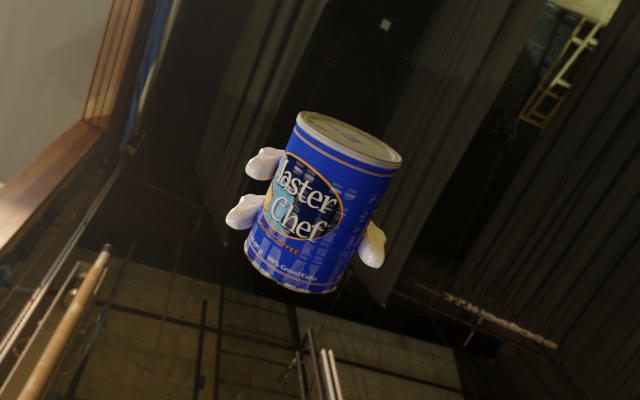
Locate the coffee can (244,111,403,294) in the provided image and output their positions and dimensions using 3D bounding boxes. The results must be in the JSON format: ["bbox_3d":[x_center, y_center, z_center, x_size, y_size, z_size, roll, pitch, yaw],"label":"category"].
[{"bbox_3d":[0.000,0.001,0.452,0.103,0.140,0.102,22,19,-8],"label":"coffee can"}]
